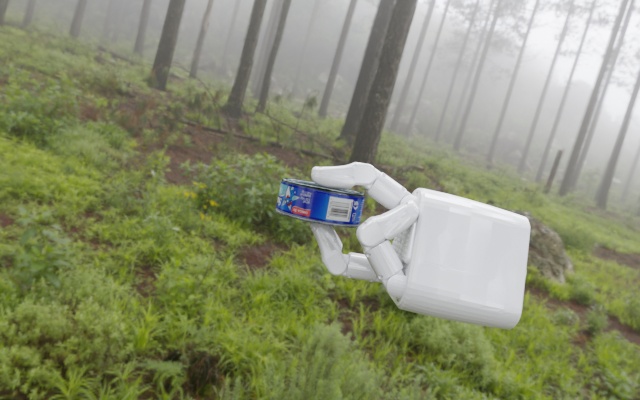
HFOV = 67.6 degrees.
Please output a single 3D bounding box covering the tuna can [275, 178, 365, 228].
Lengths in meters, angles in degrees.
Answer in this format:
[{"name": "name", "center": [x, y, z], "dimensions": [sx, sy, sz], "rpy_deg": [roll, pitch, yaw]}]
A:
[{"name": "tuna can", "center": [0.000, 0.001, 0.475], "dimensions": [0.086, 0.034, 0.086], "rpy_deg": [11, 5, -1]}]
